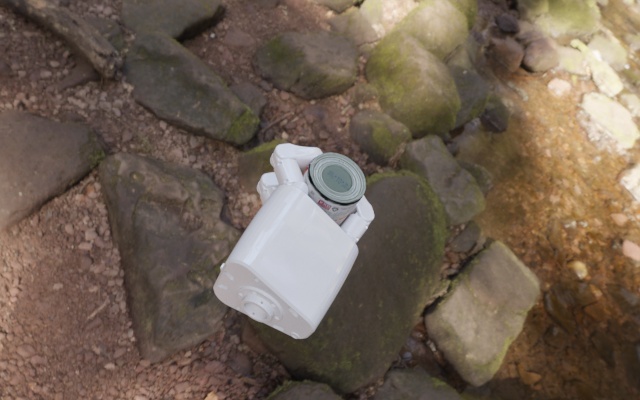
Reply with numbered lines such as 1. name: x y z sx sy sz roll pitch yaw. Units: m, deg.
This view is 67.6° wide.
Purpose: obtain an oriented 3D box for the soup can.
1. soup can: 0.001 0.001 0.540 0.068 0.068 0.102 0 -32 -26
